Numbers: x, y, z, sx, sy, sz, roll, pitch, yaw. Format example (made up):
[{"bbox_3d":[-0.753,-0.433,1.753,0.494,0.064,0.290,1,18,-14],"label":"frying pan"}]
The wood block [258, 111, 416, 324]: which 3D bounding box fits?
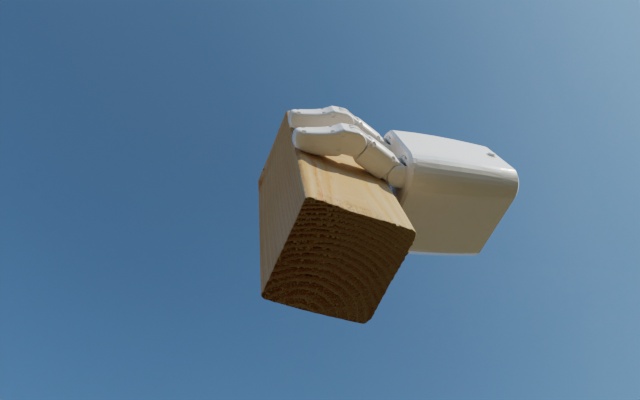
[{"bbox_3d":[0.000,0.002,0.432,0.090,0.091,0.206,18,22,-16],"label":"wood block"}]
